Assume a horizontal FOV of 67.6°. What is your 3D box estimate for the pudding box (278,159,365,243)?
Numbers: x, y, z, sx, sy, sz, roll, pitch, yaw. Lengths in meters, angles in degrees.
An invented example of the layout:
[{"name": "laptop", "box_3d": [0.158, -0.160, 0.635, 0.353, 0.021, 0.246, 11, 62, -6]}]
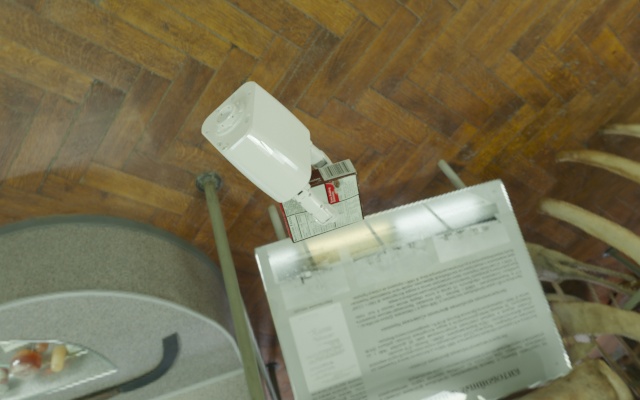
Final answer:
[{"name": "pudding box", "box_3d": [0.000, 0.002, 0.667, 0.113, 0.090, 0.039, -17, 40, -5]}]
